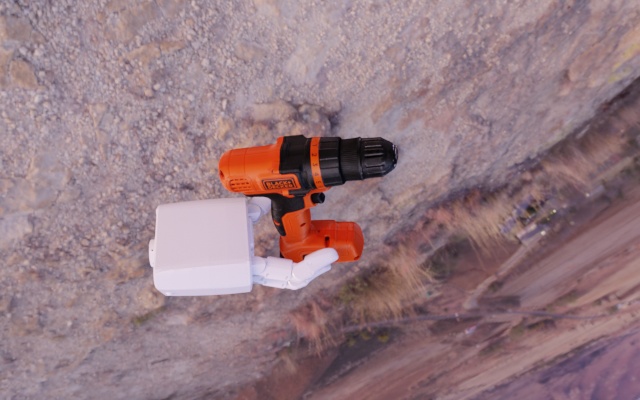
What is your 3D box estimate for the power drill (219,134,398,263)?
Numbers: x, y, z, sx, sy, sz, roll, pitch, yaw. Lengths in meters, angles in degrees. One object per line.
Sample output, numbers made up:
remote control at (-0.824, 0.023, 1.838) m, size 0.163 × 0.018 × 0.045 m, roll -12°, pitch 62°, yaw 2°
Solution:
power drill at (0.000, 0.002, 0.539) m, size 0.184 × 0.057 × 0.188 m, roll -3°, pitch -38°, yaw 13°
